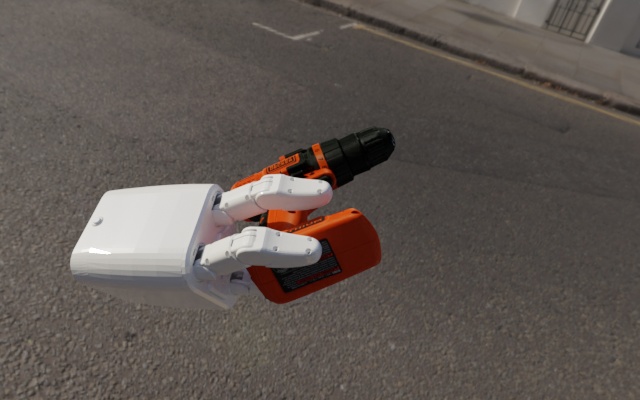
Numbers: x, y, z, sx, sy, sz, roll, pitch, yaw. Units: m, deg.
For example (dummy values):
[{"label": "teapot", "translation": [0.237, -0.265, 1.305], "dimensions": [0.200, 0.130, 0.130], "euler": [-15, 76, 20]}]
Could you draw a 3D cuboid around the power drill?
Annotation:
[{"label": "power drill", "translation": [0.000, 0.002, 0.447], "dimensions": [0.184, 0.057, 0.187], "euler": [-25, 26, 6]}]
